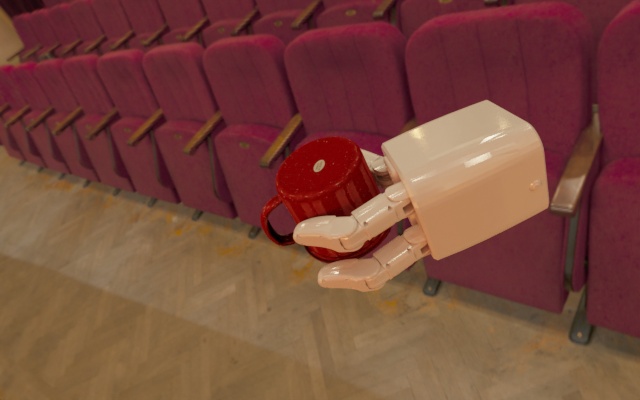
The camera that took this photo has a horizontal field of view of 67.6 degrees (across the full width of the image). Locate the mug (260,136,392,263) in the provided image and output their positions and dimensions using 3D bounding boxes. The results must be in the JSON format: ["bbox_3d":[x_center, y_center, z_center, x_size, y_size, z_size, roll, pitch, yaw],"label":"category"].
[{"bbox_3d":[-0.001,0.002,0.436,0.117,0.081,0.093,-25,39,5],"label":"mug"}]
